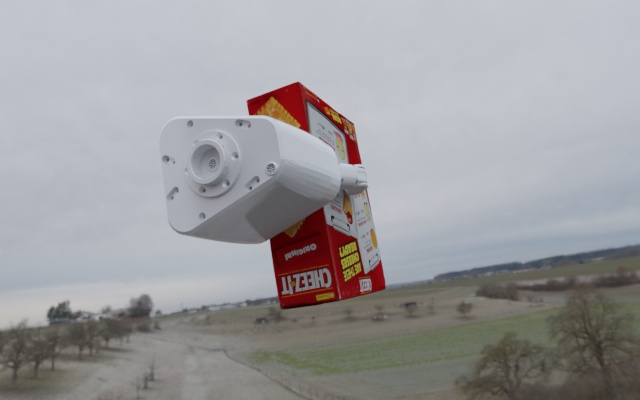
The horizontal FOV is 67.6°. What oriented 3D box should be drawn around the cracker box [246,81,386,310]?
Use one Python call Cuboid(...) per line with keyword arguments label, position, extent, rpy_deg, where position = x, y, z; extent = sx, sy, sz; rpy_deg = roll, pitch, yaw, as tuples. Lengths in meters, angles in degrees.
Cuboid(label="cracker box", position=(0.000, 0.002, 0.525), extent=(0.072, 0.213, 0.164), rpy_deg=(-14, -11, 21))
